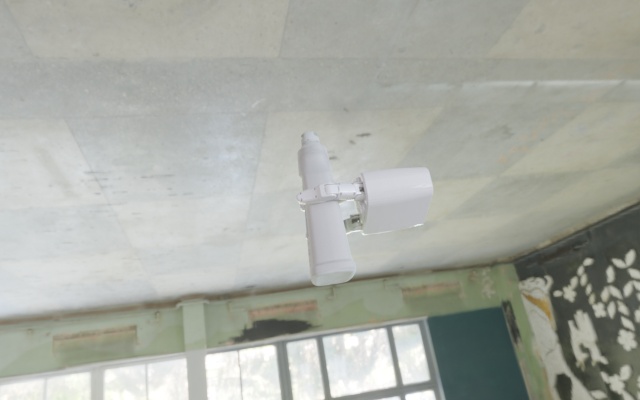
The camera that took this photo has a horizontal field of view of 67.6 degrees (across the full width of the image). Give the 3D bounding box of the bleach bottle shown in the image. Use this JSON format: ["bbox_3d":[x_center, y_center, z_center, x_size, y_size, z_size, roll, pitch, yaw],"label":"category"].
[{"bbox_3d":[0.000,0.003,0.761,0.068,0.250,0.103,-8,-20,-5],"label":"bleach bottle"}]
